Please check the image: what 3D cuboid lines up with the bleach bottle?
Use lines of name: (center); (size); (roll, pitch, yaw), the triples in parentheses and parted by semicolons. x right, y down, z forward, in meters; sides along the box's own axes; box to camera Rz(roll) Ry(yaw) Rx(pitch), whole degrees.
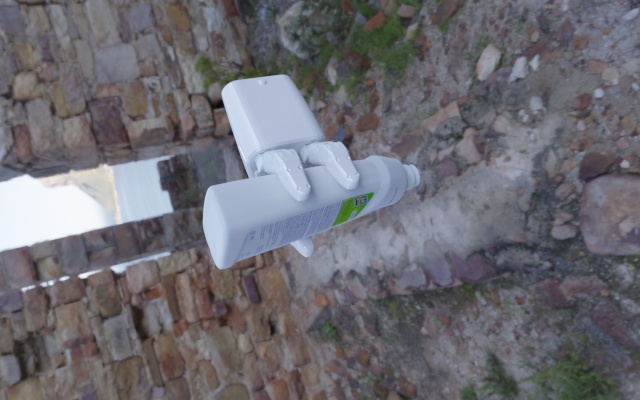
bleach bottle: (0.000, 0.002, 0.540); (0.251, 0.068, 0.103); (-14, -25, -24)
